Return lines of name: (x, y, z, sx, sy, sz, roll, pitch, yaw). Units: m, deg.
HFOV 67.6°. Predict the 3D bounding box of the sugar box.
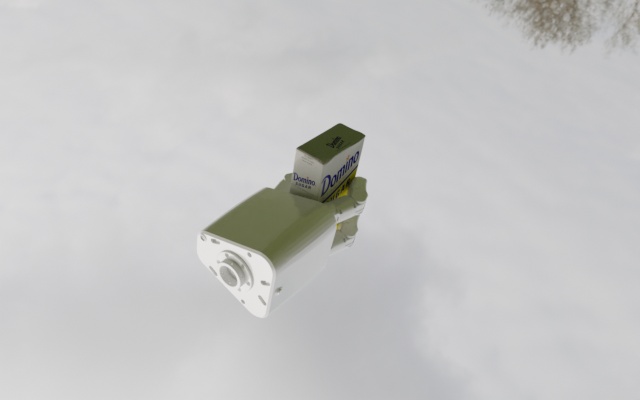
sugar box: (0.000, 0.002, 0.588, 0.048, 0.176, 0.093, 30, 41, 20)
